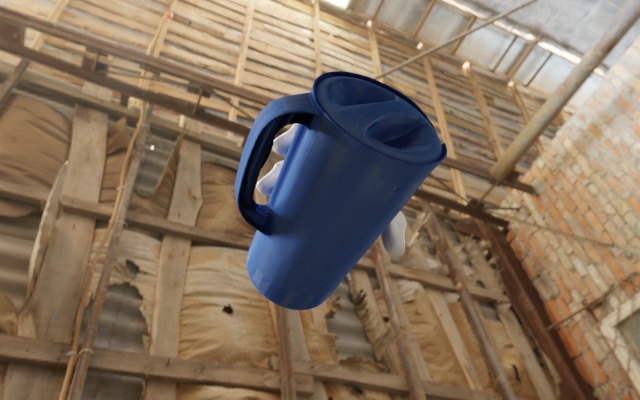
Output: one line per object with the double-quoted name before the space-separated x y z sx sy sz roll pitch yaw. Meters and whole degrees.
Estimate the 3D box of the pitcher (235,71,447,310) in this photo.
"pitcher" 0.000 0.002 0.485 0.149 0.243 0.145 35 36 7
